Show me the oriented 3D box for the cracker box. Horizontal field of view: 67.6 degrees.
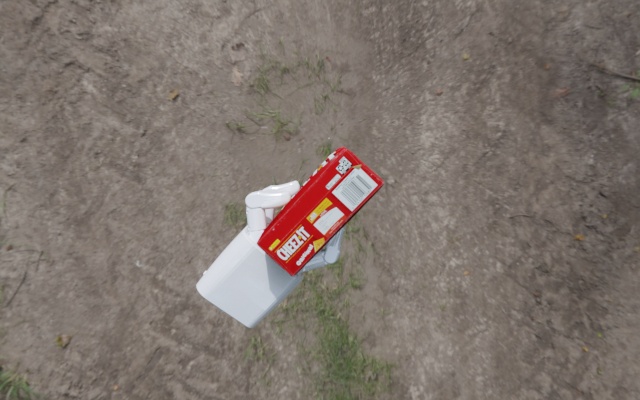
[{"bbox_3d":[0.000,0.002,0.677,0.072,0.164,0.213,43,6,-4],"label":"cracker box"}]
